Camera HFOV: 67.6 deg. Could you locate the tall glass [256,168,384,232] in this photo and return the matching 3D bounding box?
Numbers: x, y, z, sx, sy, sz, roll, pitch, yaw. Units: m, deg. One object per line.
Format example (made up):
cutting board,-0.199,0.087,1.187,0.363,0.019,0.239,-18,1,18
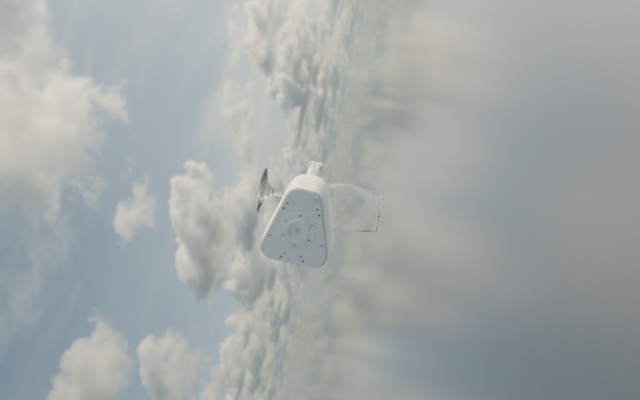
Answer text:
tall glass,-0.001,0.002,0.789,0.201,0.079,0.079,12,0,1
